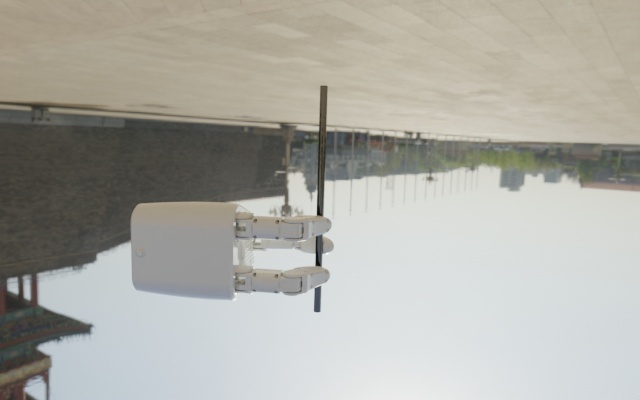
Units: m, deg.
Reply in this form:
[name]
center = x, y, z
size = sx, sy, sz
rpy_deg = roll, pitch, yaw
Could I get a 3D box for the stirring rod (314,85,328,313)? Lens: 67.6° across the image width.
[stirring rod]
center = 0.000, 0.002, 0.505
size = 0.011, 0.239, 0.011
rpy_deg = 2, 7, 0
